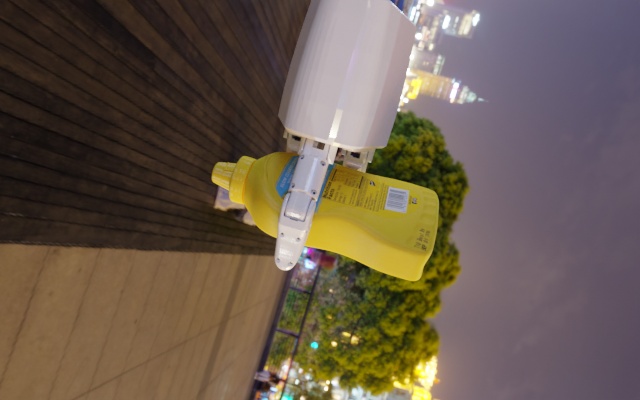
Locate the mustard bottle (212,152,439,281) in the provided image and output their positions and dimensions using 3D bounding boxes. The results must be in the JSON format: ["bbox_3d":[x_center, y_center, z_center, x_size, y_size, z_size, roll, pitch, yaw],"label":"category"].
[{"bbox_3d":[0.000,0.002,0.407,0.191,0.058,0.096,17,38,4],"label":"mustard bottle"}]
